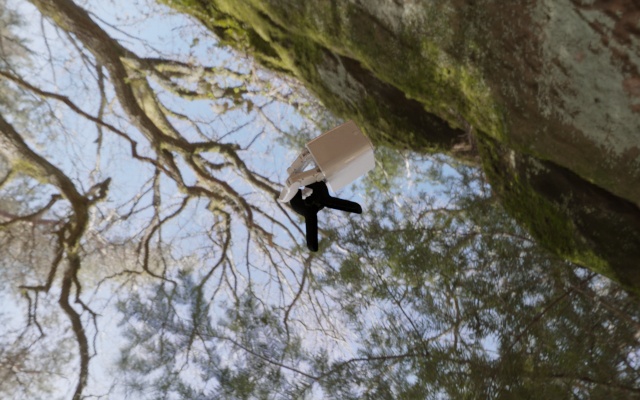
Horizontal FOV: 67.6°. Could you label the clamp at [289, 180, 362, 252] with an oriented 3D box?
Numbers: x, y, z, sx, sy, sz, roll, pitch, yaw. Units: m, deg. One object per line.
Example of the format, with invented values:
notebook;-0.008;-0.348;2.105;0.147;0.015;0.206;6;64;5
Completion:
clamp;0.000;0.003;0.895;0.120;0.171;0.039;-30;-36;1
